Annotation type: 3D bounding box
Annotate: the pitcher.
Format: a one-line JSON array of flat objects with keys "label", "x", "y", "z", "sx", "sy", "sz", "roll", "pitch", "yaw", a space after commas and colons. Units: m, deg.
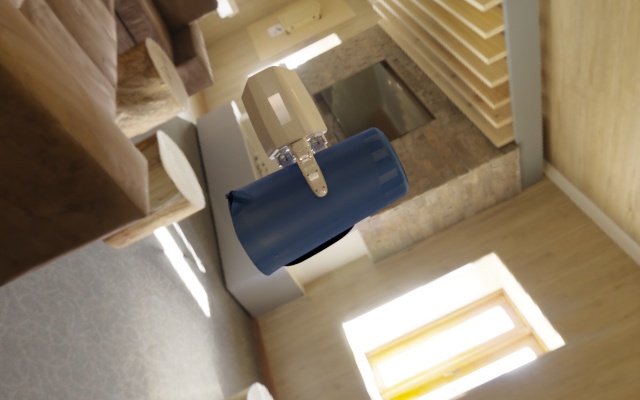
[{"label": "pitcher", "x": 0.000, "y": 0.002, "z": 0.690, "sx": 0.243, "sy": 0.145, "sz": 0.149, "roll": -27, "pitch": 1, "yaw": 2}]
